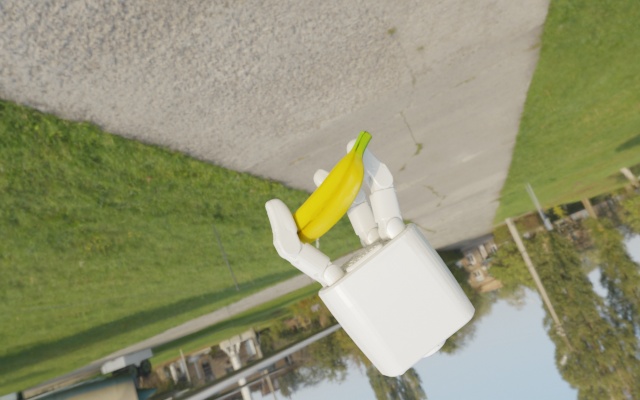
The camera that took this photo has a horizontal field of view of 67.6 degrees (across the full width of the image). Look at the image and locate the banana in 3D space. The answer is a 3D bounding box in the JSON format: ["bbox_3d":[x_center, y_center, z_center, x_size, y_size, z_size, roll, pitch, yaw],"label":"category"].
[{"bbox_3d":[-0.005,0.012,0.493,0.037,0.069,0.198,37,-43,-7],"label":"banana"}]
